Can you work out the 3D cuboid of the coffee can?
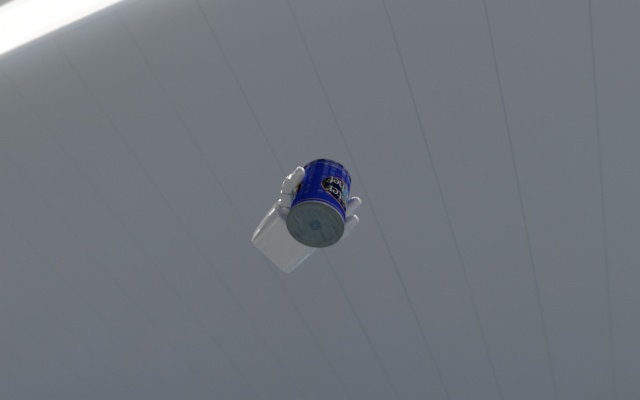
[{"bbox_3d":[0.000,0.003,0.882,0.103,0.103,0.140,0,37,10],"label":"coffee can"}]
